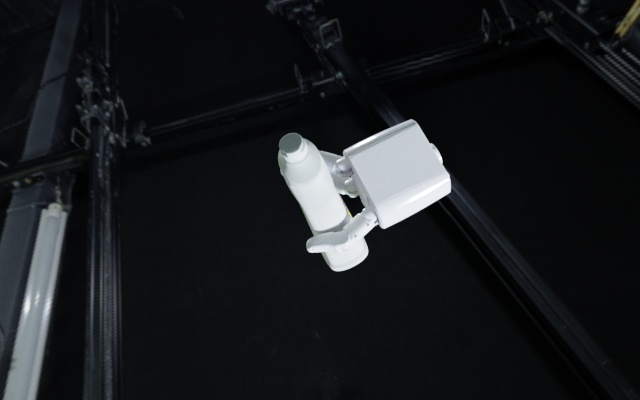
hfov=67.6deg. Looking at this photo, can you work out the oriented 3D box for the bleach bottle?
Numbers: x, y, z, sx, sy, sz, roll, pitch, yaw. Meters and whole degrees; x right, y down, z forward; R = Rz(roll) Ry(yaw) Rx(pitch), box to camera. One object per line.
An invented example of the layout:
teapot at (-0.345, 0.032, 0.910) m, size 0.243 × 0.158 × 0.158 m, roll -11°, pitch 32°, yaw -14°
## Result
bleach bottle at (0.000, 0.002, 0.640) m, size 0.068 × 0.102 × 0.251 m, roll -27°, pitch -33°, yaw 0°
